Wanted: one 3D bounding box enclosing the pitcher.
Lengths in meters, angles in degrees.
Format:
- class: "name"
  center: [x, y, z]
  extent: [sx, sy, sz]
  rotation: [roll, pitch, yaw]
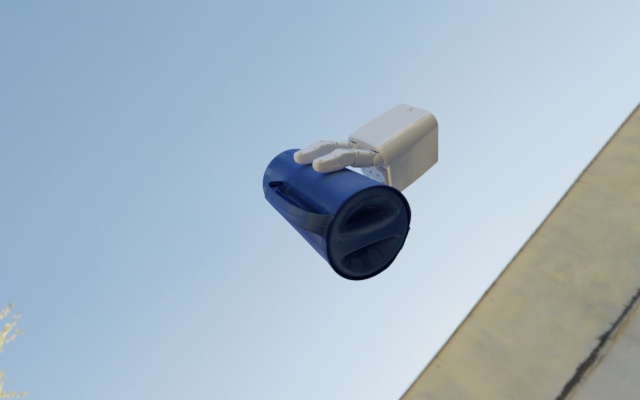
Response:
- class: "pitcher"
  center: [0.000, 0.002, 0.694]
  extent: [0.145, 0.149, 0.242]
  rotation: [-36, 35, -14]
